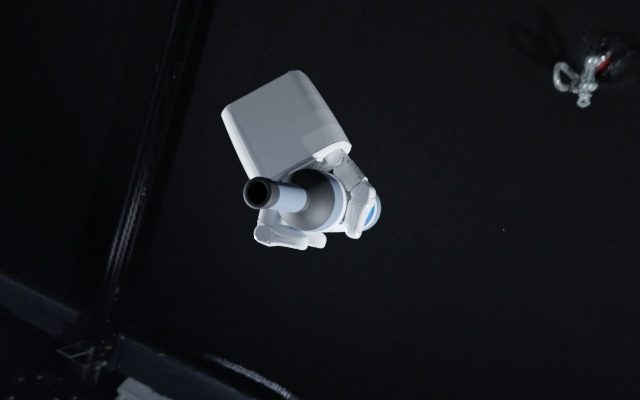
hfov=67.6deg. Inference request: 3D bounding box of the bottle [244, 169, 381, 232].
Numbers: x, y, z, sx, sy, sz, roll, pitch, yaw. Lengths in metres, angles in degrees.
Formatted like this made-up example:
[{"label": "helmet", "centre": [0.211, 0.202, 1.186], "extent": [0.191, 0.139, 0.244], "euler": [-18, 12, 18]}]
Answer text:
[{"label": "bottle", "centre": [0.000, 0.002, 0.534], "extent": [0.069, 0.069, 0.296], "euler": [0, -3, 21]}]
